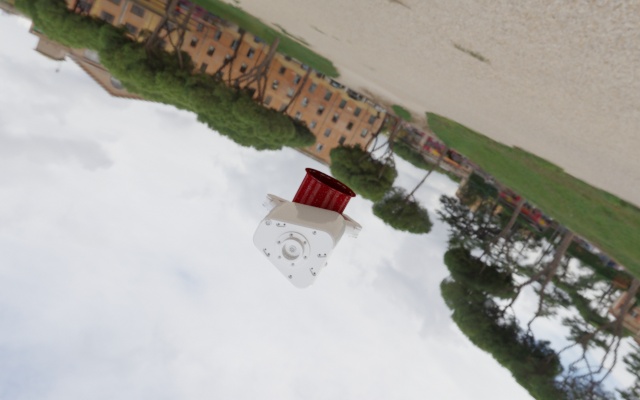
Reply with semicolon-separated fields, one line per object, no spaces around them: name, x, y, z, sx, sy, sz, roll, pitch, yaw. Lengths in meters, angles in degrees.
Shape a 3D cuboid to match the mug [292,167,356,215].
mug;0.000;0.002;0.784;0.093;0.081;0.117;30;13;5
